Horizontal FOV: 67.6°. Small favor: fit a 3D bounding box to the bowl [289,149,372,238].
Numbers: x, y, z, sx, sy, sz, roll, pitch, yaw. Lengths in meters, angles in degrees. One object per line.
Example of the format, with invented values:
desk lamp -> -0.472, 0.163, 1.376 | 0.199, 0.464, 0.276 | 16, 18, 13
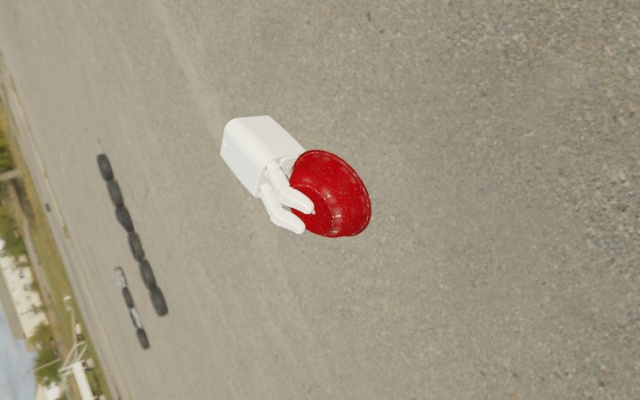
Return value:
bowl -> 0.001, 0.003, 0.761 | 0.162, 0.162, 0.055 | 0, 29, 44
